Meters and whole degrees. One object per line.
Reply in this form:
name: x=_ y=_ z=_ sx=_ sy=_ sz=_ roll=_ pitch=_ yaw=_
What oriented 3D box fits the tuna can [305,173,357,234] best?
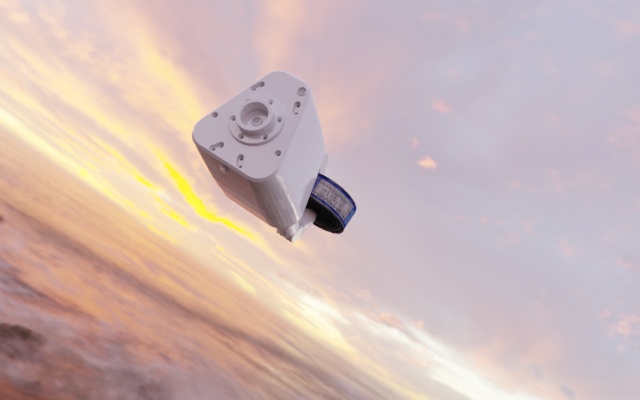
tuna can: x=0.000 y=0.001 z=0.578 sx=0.086 sy=0.033 sz=0.086 roll=31 pitch=-19 yaw=12
